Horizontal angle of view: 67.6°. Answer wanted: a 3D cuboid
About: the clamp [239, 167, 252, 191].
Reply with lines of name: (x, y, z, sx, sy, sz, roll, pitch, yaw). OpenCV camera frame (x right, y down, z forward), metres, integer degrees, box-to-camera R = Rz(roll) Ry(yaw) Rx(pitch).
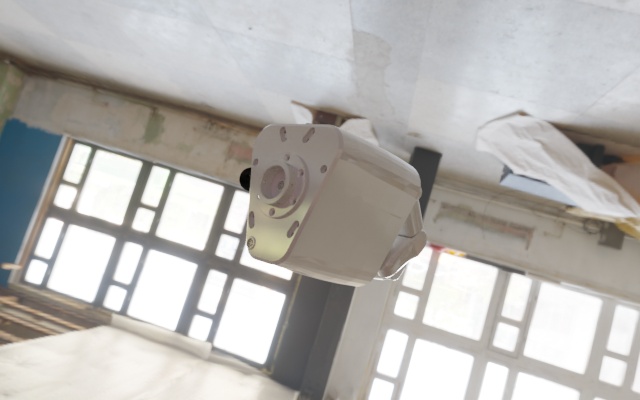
clamp: (0.000, 0.002, 0.493, 0.171, 0.039, 0.120, 9, -5, 42)
